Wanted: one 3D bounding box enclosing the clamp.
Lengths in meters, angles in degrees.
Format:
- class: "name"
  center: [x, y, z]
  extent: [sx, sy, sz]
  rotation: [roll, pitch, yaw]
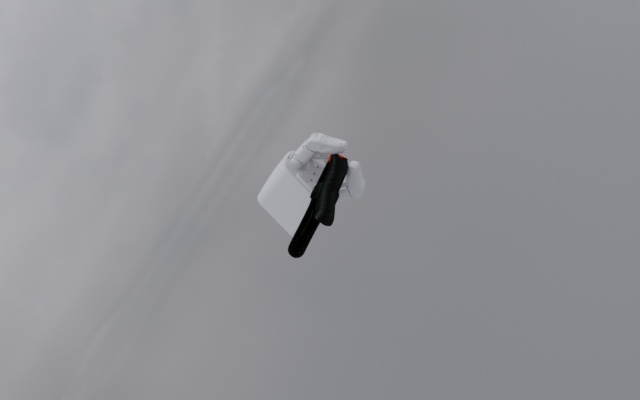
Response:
- class: "clamp"
  center: [0.000, 0.002, 0.691]
  extent: [0.039, 0.171, 0.120]
  rotation: [34, -47, -12]
